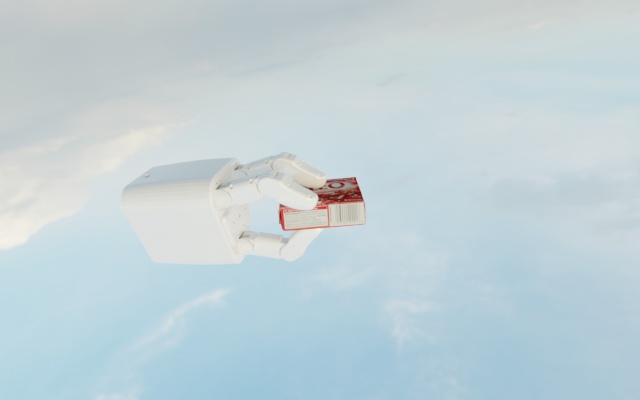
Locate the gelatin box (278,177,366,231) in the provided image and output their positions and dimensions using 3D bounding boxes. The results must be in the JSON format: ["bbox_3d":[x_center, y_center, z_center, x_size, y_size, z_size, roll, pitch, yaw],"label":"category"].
[{"bbox_3d":[0.000,0.002,0.516,0.089,0.030,0.073,-4,23,-1],"label":"gelatin box"}]
